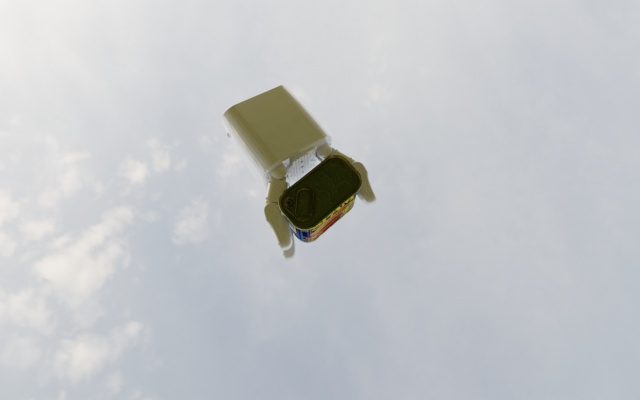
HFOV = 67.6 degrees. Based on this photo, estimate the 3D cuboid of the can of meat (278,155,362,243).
[{"bbox_3d":[0.000,0.002,0.603,0.102,0.057,0.084,-39,-14,-12],"label":"can of meat"}]
